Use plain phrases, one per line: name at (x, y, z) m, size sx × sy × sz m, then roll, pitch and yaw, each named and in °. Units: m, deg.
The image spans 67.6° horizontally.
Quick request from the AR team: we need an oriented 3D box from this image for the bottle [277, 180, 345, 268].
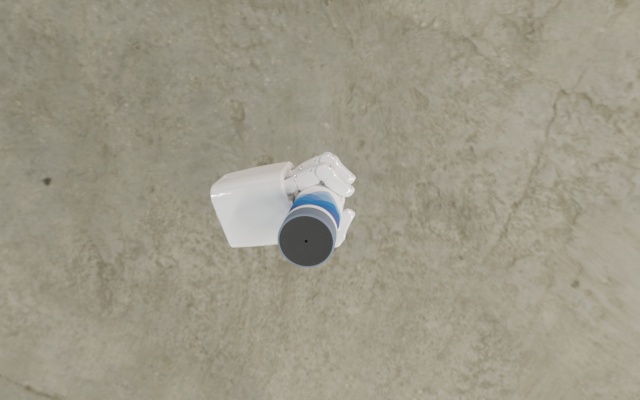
bottle at (0.000, 0.002, 0.680) m, size 0.069 × 0.069 × 0.295 m, roll 0°, pitch 18°, yaw 7°
